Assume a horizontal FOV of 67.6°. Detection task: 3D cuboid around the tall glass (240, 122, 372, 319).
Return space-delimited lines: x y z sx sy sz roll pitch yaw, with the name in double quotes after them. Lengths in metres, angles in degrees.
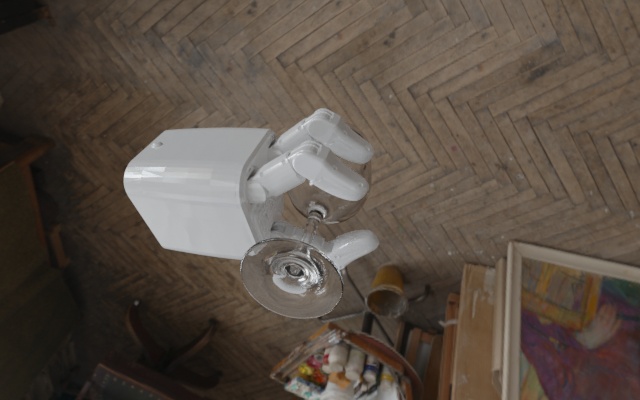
0.000 0.002 0.410 0.079 0.079 0.201 0 33 15 "tall glass"
